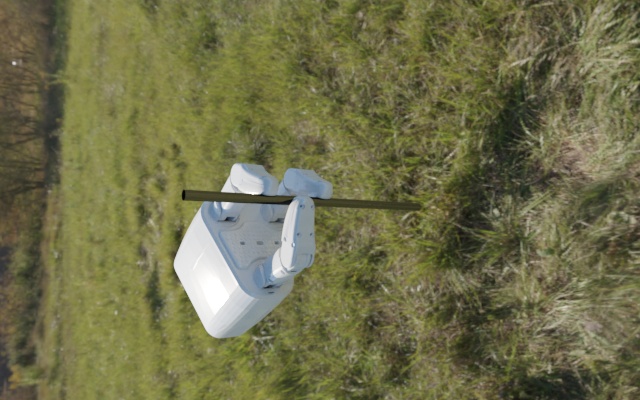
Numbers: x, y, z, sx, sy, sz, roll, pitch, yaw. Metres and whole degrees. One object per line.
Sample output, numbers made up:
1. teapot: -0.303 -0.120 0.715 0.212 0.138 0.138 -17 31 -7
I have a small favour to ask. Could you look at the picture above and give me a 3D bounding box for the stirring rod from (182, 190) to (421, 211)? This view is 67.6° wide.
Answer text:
1. stirring rod: 0.000 0.001 0.412 0.239 0.011 0.011 3 -2 -35
